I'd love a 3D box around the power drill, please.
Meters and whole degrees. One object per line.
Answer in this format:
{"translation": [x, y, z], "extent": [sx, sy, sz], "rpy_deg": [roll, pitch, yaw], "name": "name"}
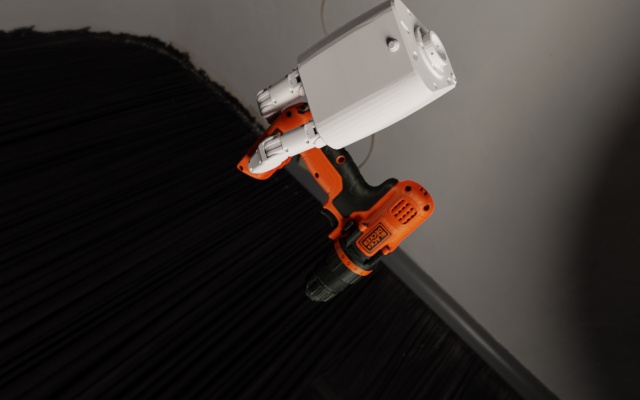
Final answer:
{"translation": [0.000, 0.001, 0.524], "extent": [0.184, 0.187, 0.057], "rpy_deg": [-45, -1, 22], "name": "power drill"}
